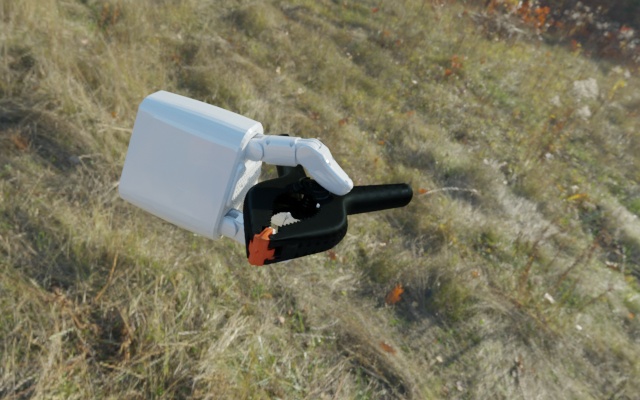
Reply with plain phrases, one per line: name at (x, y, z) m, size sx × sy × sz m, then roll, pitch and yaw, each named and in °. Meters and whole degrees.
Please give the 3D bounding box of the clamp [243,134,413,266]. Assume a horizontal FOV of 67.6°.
clamp at (0.000, 0.001, 0.446) m, size 0.164 × 0.036 × 0.210 m, roll 19°, pitch 30°, yaw 7°
